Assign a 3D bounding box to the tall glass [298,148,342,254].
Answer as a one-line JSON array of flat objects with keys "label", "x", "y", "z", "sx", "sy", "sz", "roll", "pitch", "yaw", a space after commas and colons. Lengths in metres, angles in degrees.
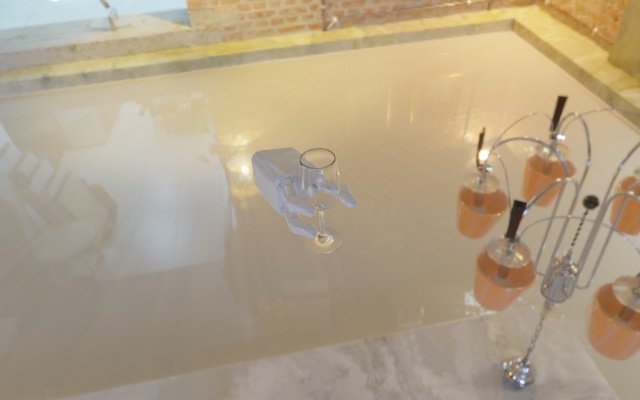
[{"label": "tall glass", "x": 0.000, "y": 0.003, "z": 0.882, "sx": 0.079, "sy": 0.201, "sz": 0.079, "roll": -2, "pitch": 41, "yaw": 2}]
